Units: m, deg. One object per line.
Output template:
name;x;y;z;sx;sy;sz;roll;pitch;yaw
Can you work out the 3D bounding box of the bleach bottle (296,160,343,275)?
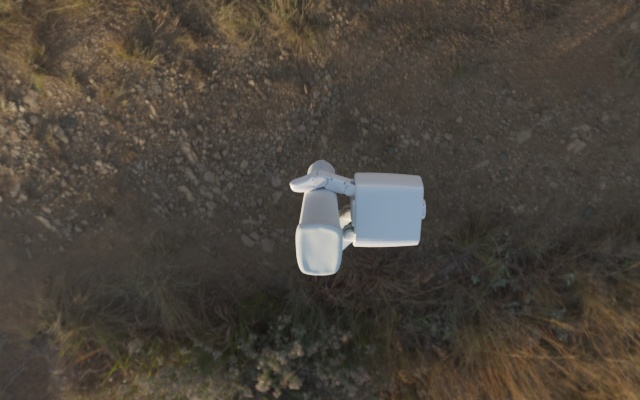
bleach bottle;0.000;0.003;0.787;0.068;0.103;0.250;1;36;0
